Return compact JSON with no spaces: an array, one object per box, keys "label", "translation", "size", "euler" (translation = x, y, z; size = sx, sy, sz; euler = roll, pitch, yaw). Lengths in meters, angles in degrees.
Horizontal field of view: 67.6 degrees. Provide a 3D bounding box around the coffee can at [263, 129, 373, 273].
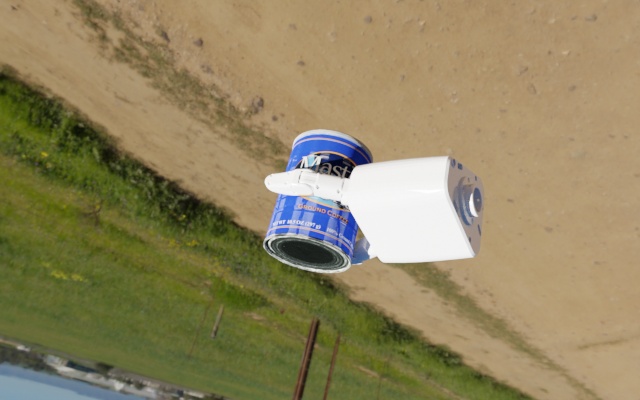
[{"label":"coffee can","translation":[0.000,0.002,0.569],"size":[0.103,0.140,0.103],"euler":[12,-26,6]}]
